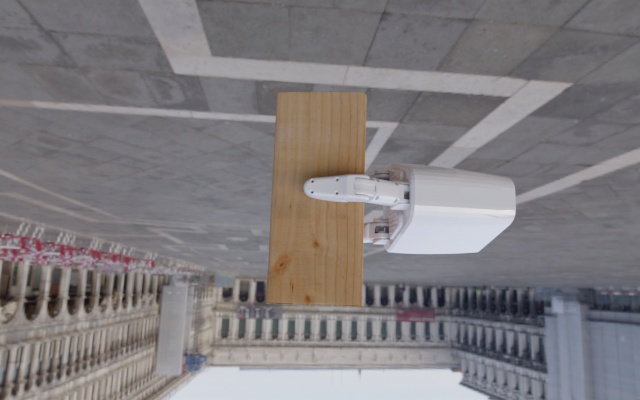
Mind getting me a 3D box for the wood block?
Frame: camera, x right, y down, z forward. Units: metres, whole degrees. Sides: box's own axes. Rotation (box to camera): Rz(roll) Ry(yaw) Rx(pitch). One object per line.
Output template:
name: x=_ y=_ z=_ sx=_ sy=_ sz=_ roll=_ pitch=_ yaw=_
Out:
wood block: x=0.000 y=0.002 z=0.493 sx=0.090 sy=0.206 sz=0.091 roll=1 pitch=-10 yaw=4
